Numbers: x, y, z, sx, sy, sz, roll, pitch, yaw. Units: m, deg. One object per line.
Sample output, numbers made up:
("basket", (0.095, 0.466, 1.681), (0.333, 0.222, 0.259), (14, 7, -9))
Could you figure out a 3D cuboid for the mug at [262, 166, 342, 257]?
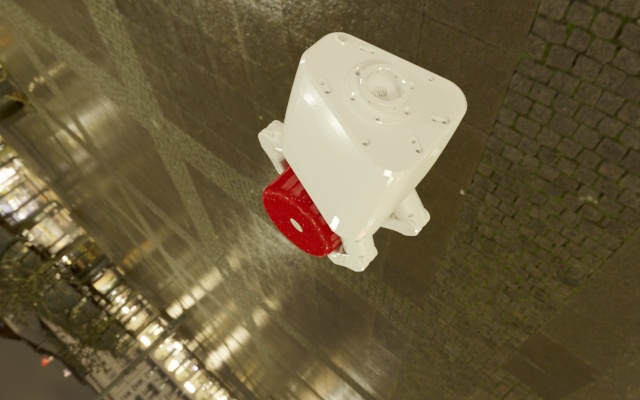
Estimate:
("mug", (0.000, 0.002, 0.448), (0.081, 0.093, 0.117), (-45, -11, -25))
